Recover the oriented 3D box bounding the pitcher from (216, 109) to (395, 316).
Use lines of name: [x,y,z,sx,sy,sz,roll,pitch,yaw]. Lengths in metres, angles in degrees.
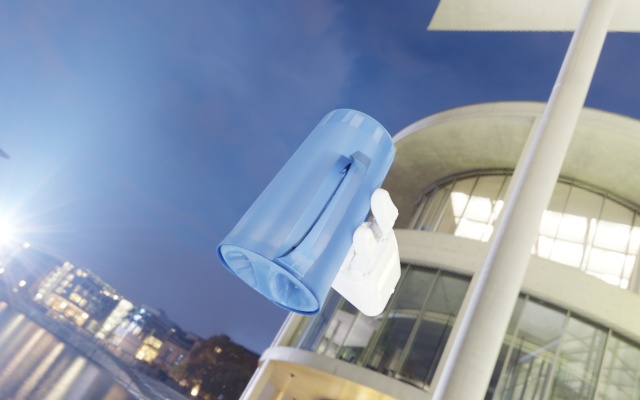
pitcher: [0.000,0.002,0.569,0.149,0.242,0.145,14,-33,31]
